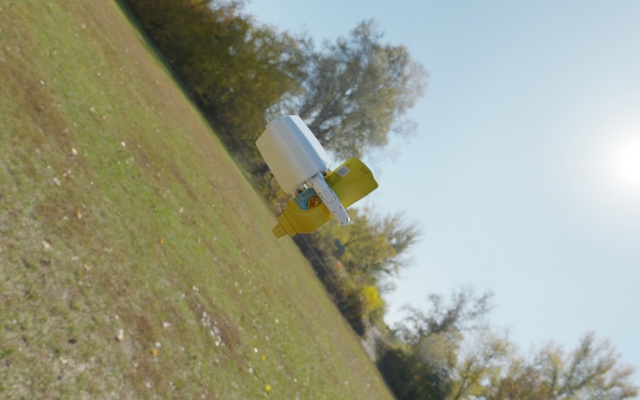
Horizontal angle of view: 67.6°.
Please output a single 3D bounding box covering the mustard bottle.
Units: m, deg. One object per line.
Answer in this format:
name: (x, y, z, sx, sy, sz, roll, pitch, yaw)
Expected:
mustard bottle: (0.001, 0.003, 0.815, 0.191, 0.058, 0.096, -34, 28, -4)
